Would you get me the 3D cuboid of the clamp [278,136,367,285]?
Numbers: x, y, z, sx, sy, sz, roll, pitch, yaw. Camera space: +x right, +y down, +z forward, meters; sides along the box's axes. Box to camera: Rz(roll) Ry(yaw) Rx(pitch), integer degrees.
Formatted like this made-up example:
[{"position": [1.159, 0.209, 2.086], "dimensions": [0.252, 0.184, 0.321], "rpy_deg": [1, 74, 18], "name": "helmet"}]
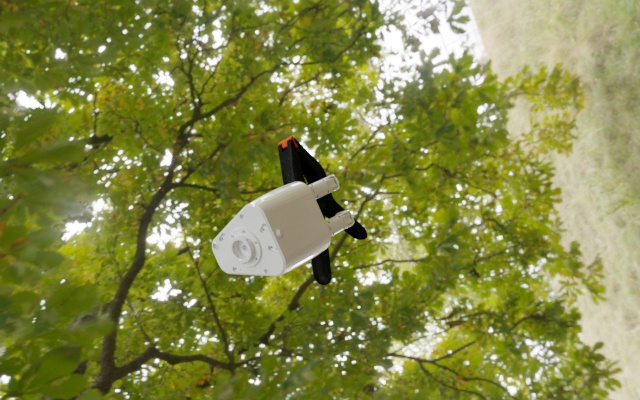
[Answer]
[{"position": [-0.001, 0.002, 0.715], "dimensions": [0.036, 0.210, 0.164], "rpy_deg": [-22, 2, 31], "name": "clamp"}]
